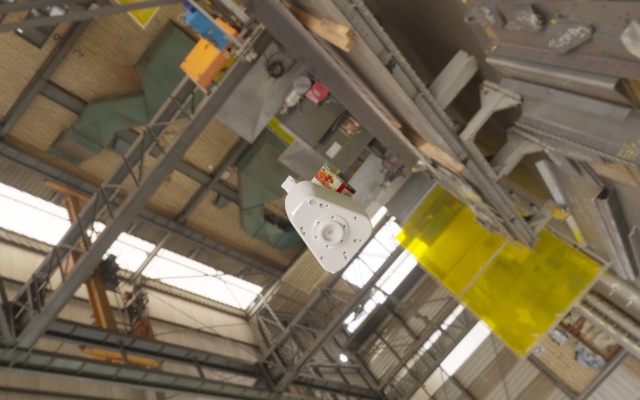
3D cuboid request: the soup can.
[{"bbox_3d":[0.000,0.003,0.767,0.068,0.102,0.068,39,5,-4],"label":"soup can"}]
